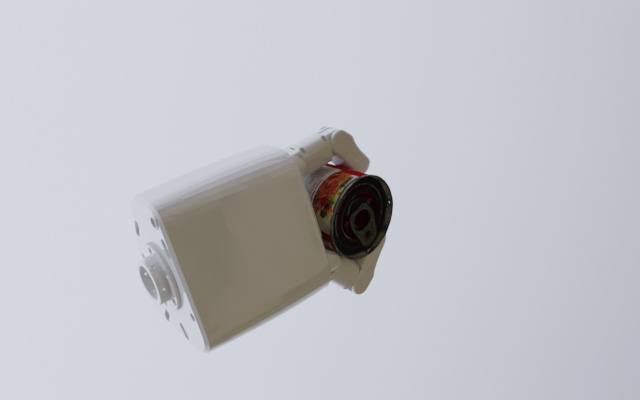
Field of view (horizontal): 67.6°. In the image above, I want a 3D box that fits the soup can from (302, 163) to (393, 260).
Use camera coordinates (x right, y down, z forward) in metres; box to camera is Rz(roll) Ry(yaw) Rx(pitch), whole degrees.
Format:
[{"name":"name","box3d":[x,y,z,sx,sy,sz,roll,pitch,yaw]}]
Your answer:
[{"name":"soup can","box3d":[0.000,0.001,0.402,0.068,0.068,0.102,0,14,-44]}]
